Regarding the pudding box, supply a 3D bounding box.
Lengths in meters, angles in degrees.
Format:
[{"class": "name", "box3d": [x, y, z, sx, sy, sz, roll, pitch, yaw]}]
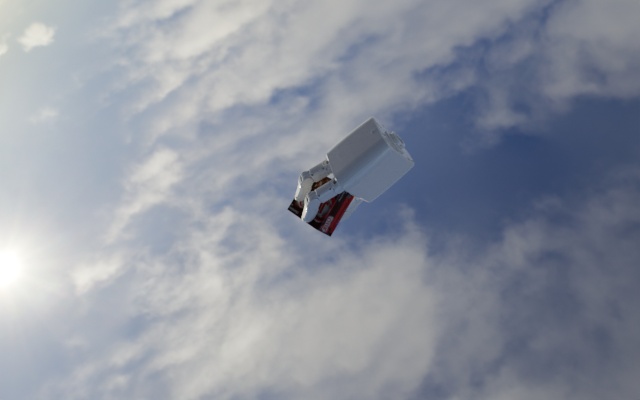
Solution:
[{"class": "pudding box", "box3d": [0.000, 0.003, 0.863, 0.039, 0.090, 0.113, 32, -1, -36]}]
